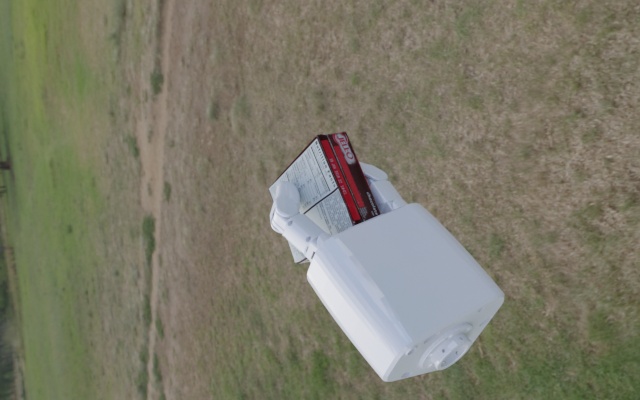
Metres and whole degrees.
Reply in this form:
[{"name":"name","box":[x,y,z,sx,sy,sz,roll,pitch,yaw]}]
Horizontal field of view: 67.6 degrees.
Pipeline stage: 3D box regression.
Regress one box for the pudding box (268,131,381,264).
[{"name":"pudding box","box":[0.000,0.002,0.451,0.039,0.090,0.113,-10,-18,-37]}]
